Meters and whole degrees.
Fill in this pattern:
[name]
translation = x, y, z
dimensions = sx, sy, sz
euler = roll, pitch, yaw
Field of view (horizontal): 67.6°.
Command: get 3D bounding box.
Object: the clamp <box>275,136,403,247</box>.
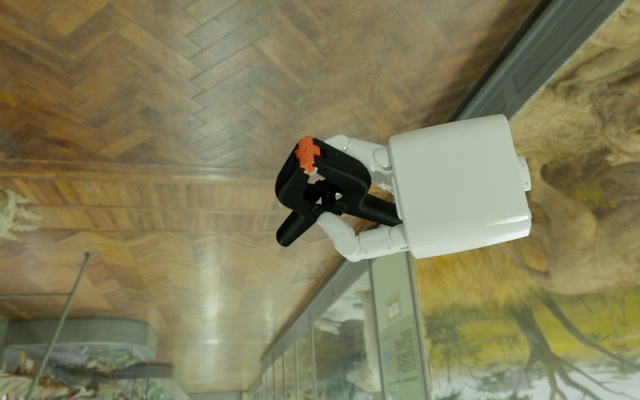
[clamp]
translation = 0.000, 0.002, 0.500
dimensions = 0.164, 0.036, 0.210
euler = -13, -26, 15
